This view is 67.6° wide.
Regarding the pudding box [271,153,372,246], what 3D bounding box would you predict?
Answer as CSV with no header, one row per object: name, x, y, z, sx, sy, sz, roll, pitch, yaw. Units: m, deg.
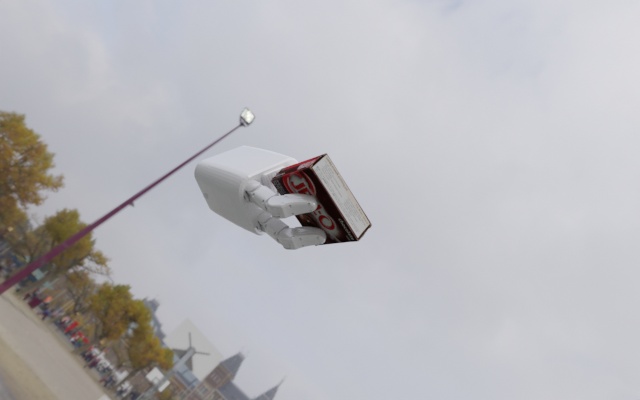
pudding box,0.000,0.002,0.605,0.039,0.113,0.090,-46,19,-32
